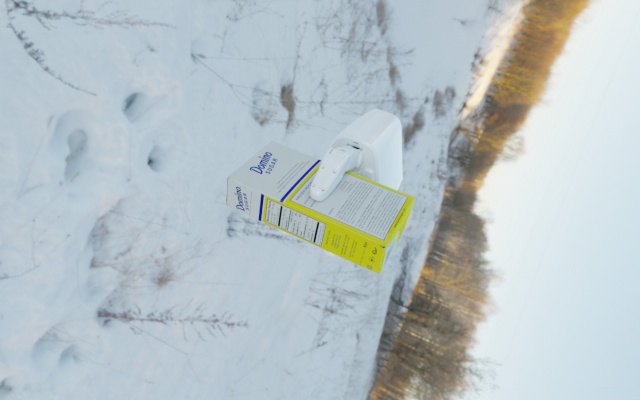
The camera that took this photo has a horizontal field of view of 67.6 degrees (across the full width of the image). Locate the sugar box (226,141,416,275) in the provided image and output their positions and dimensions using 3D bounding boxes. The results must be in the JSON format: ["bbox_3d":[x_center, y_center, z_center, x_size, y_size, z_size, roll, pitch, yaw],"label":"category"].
[{"bbox_3d":[0.000,0.002,0.501,0.176,0.048,0.093,21,39,16],"label":"sugar box"}]
